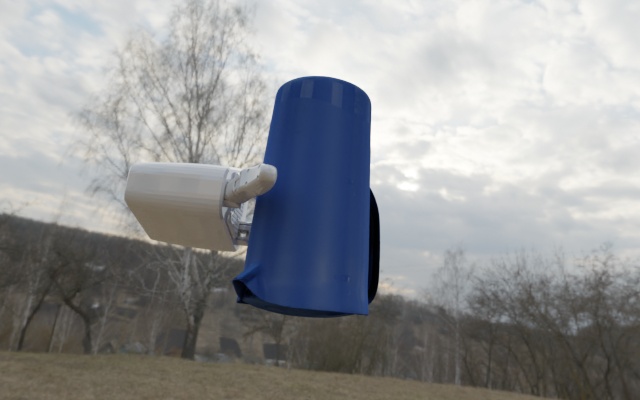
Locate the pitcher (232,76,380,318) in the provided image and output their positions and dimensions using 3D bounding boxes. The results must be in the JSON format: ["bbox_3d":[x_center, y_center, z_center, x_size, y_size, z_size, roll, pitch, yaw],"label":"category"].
[{"bbox_3d":[0.000,0.002,0.513,0.145,0.242,0.149,5,-13,4],"label":"pitcher"}]
